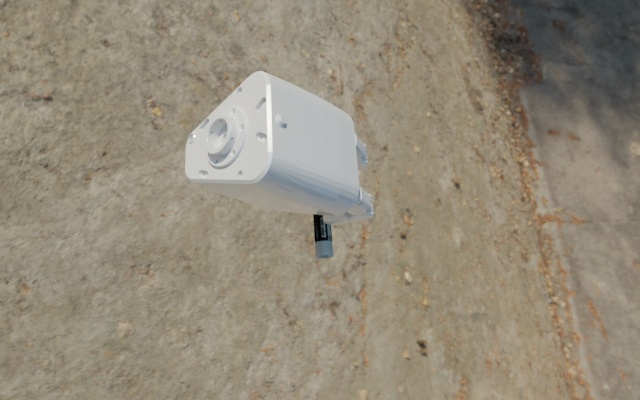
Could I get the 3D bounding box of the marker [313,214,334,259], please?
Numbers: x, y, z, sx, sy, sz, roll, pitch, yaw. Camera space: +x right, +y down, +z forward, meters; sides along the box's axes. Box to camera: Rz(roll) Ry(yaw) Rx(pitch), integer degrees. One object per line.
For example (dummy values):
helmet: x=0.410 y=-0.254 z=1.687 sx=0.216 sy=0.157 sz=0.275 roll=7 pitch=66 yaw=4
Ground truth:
marker: x=0.000 y=0.002 z=0.514 sx=0.020 sy=0.121 sz=0.020 roll=-4 pitch=-19 yaw=-1
